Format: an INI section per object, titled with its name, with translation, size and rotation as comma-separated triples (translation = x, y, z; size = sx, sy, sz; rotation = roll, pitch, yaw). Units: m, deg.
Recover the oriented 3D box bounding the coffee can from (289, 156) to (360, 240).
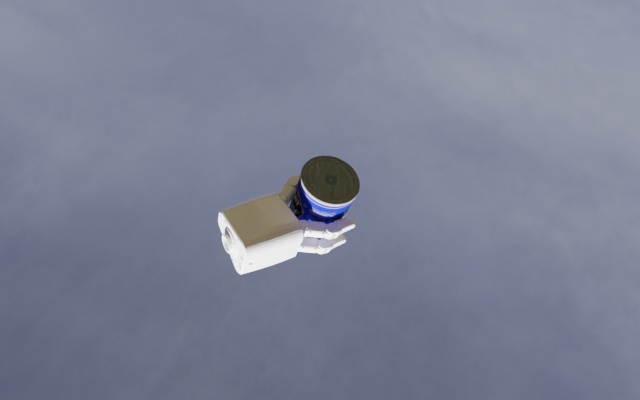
[coffee can]
translation = 0.000, 0.003, 0.853
size = 0.103, 0.102, 0.140
rotation = 0, -34, -17
